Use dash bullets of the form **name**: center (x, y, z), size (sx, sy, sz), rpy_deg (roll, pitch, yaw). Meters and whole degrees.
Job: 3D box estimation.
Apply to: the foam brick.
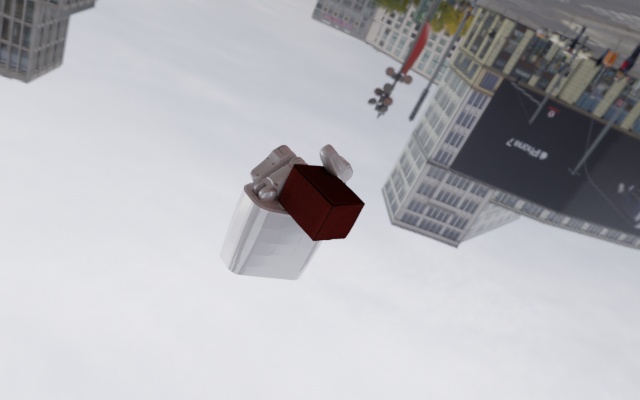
- **foam brick**: center (0.000, 0.002, 0.532), size (0.053, 0.051, 0.078), rpy_deg (1, 36, -44)
